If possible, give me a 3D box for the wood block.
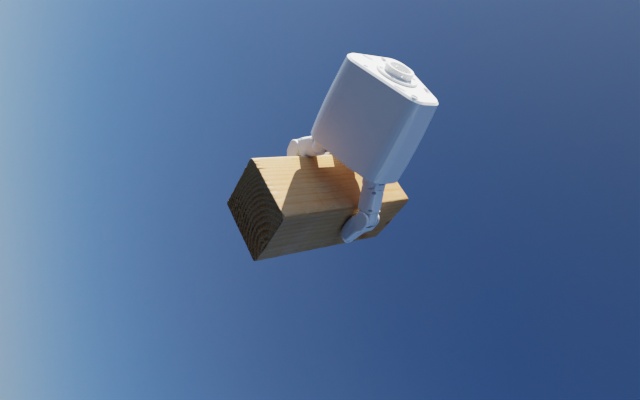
[{"bbox_3d":[0.001,0.002,0.615,0.206,0.090,0.090,-7,-34,-39],"label":"wood block"}]
